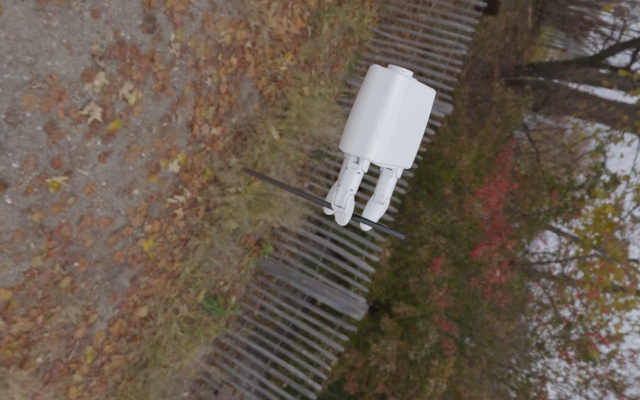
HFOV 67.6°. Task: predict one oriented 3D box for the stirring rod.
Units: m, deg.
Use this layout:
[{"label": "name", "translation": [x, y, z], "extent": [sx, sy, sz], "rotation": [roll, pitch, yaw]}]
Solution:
[{"label": "stirring rod", "translation": [0.000, 0.002, 0.628], "extent": [0.239, 0.011, 0.011], "rotation": [23, 7, 18]}]
